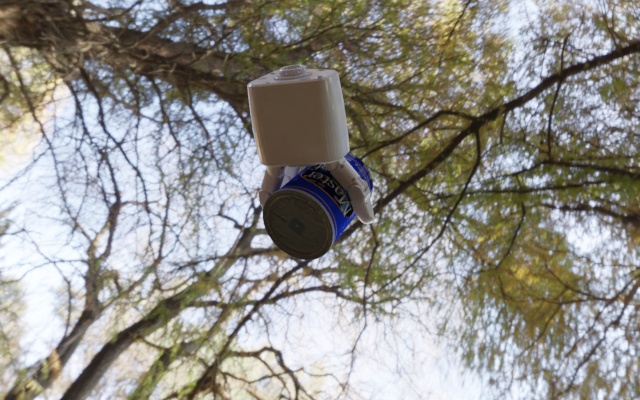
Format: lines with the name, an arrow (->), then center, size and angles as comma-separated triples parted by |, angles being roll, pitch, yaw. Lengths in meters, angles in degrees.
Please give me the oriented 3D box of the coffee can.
coffee can -> 0.000, 0.002, 0.660 | 0.103, 0.103, 0.140 | 0, 27, 30
